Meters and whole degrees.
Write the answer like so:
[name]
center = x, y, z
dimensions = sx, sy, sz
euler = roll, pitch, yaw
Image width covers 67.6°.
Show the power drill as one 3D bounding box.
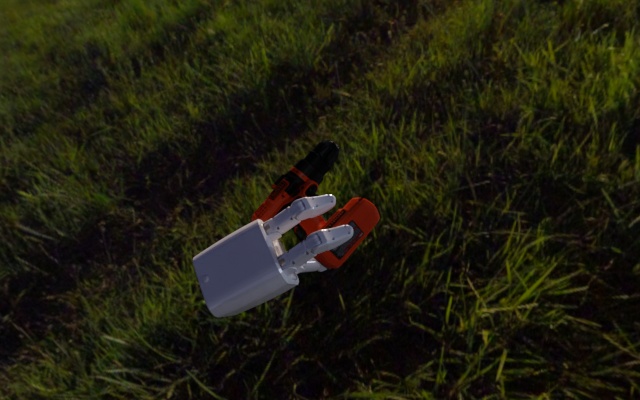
[power drill]
center = 0.000, 0.003, 0.704
dimensions = 0.057, 0.184, 0.187
euler = 44, -6, -39
